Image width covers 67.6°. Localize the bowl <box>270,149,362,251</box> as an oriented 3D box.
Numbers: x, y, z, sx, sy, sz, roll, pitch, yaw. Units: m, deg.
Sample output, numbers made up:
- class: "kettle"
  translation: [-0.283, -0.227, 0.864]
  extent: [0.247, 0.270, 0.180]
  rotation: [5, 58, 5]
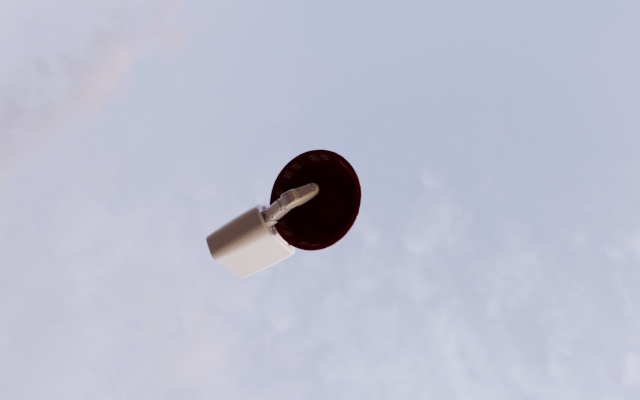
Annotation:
- class: "bowl"
  translation: [0.001, 0.002, 0.766]
  extent: [0.162, 0.162, 0.055]
  rotation: [0, -10, 28]
